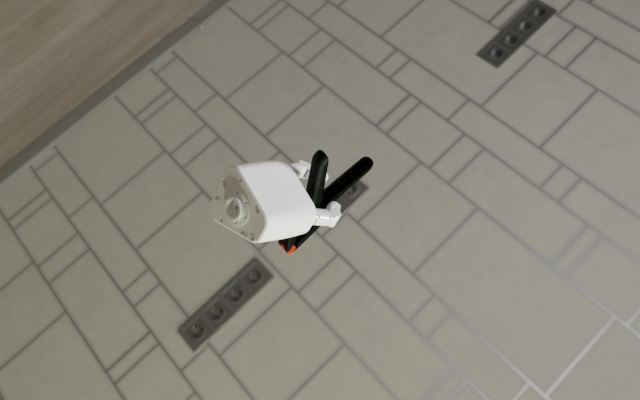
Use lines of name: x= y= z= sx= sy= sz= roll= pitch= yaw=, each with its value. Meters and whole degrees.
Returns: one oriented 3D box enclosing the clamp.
clamp: x=0.000 y=0.004 z=0.794 sx=0.036 sy=0.210 sz=0.164 roll=45 pitch=30 yaw=25
